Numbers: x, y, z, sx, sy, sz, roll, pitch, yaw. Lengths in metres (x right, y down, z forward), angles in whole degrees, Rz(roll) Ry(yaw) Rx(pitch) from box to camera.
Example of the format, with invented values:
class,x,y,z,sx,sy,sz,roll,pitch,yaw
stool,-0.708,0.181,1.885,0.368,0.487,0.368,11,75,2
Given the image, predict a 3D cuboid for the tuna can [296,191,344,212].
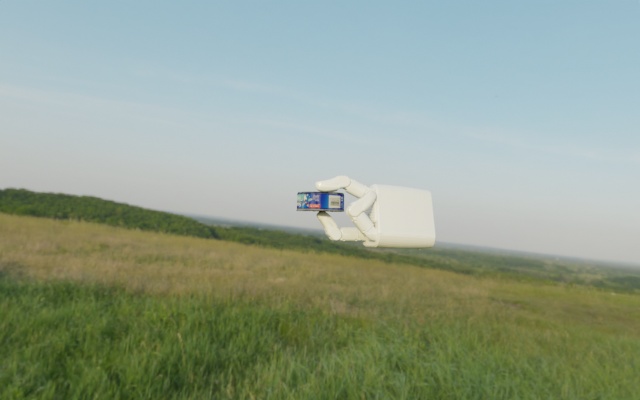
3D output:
class,x,y,z,sx,sy,sz,roll,pitch,yaw
tuna can,0.000,0.002,0.850,0.086,0.034,0.086,1,-2,0
